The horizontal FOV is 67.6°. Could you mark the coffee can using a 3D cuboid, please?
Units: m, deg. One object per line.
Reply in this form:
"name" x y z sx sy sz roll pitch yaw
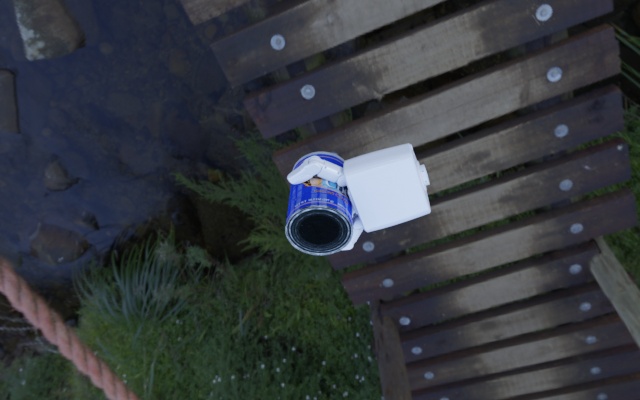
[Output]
"coffee can" 0.000 0.002 0.768 0.103 0.103 0.140 0 40 2
